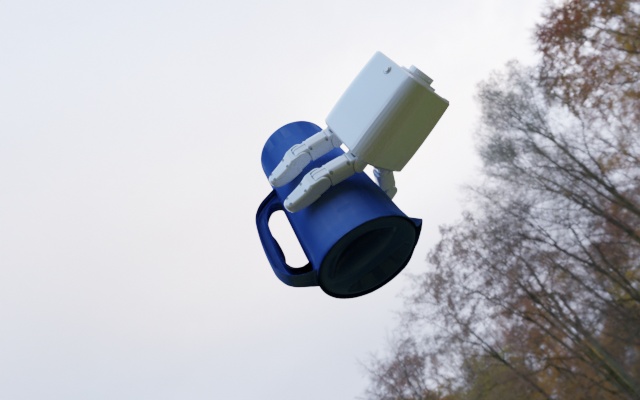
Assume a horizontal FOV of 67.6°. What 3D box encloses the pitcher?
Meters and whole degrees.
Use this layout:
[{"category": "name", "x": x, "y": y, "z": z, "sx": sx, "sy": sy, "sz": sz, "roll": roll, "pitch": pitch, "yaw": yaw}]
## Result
[{"category": "pitcher", "x": 0.000, "y": 0.002, "z": 0.622, "sx": 0.149, "sy": 0.145, "sz": 0.242, "roll": 18, "pitch": 26, "yaw": -41}]
